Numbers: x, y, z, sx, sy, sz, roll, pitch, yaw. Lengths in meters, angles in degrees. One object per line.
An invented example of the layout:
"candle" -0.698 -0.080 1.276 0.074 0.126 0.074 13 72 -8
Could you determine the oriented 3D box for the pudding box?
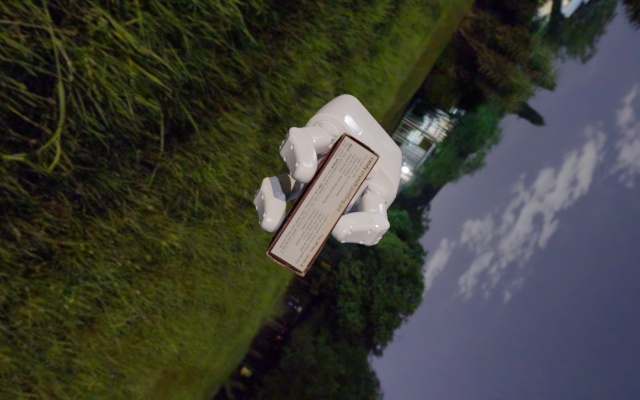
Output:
"pudding box" 0.000 0.001 0.402 0.039 0.113 0.090 31 0 -2
